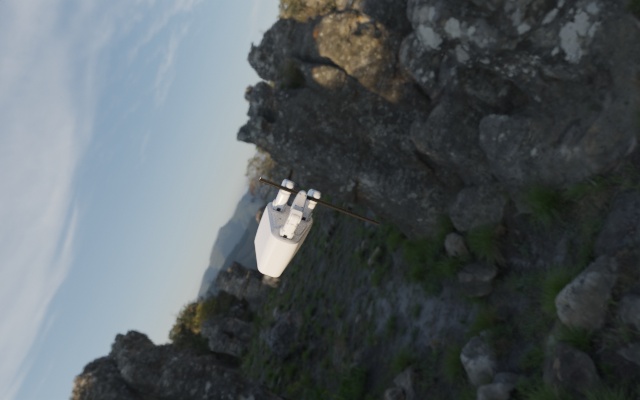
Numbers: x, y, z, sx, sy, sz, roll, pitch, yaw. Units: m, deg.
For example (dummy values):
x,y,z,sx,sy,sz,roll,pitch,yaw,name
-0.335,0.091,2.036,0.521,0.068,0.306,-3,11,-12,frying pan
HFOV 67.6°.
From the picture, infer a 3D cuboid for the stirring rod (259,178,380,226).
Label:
x,y,z,sx,sy,sz,roll,pitch,yaw,name
0.000,0.003,0.894,0.239,0.011,0.011,20,-3,-9,stirring rod
